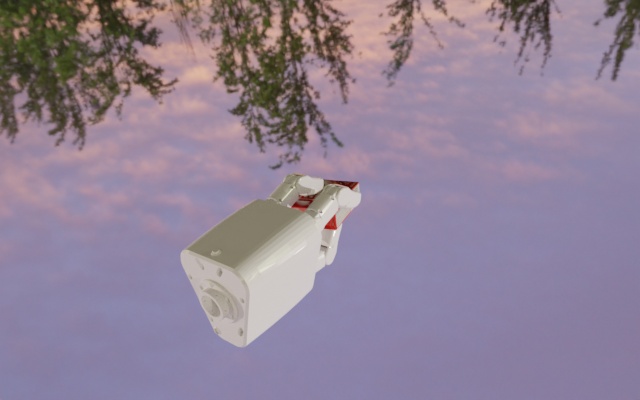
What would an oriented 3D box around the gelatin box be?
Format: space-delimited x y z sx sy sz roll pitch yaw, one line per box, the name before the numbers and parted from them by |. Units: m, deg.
gelatin box | 0.000 0.002 0.587 0.073 0.030 0.089 6 26 23
